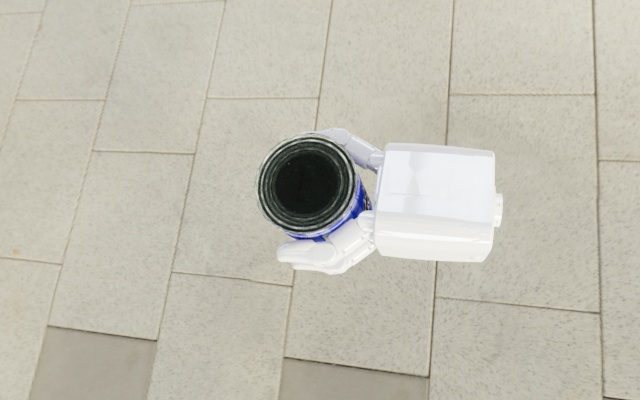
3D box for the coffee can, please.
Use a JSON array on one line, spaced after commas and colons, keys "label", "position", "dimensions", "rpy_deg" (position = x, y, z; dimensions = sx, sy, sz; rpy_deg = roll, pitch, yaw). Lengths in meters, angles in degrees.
[{"label": "coffee can", "position": [0.000, 0.002, 0.520], "dimensions": [0.103, 0.102, 0.140], "rpy_deg": [0, -16, 13]}]
